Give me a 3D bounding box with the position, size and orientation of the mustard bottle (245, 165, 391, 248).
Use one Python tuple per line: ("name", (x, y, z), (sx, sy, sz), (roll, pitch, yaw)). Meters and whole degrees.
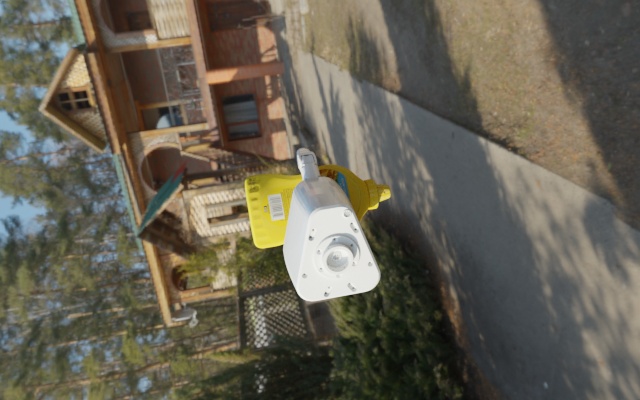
("mustard bottle", (0.000, 0.002, 0.640), (0.191, 0.096, 0.058), (-9, -7, -7))
